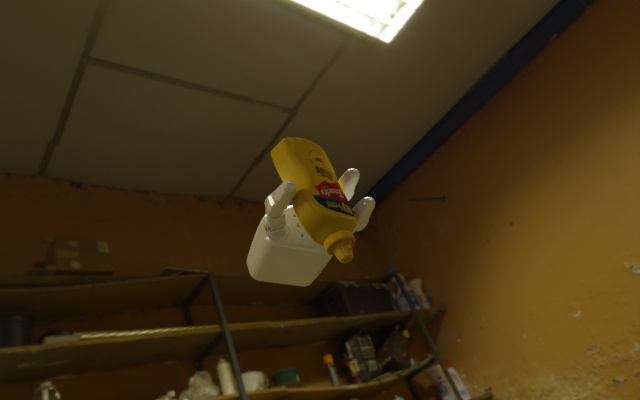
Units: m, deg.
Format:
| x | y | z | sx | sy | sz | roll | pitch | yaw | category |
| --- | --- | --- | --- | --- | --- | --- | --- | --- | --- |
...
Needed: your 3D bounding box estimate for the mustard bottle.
| x | y | z | sx | sy | sz | roll | pitch | yaw | category |
| --- | --- | --- | --- | --- | --- | --- | --- | --- | --- |
| 0.000 | 0.002 | 0.656 | 0.058 | 0.191 | 0.096 | -41 | -36 | 25 | mustard bottle |
